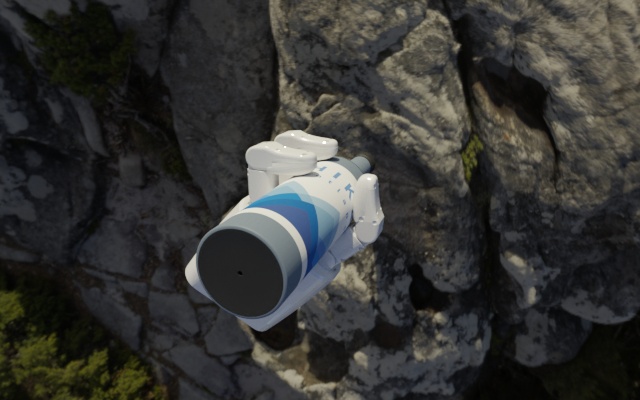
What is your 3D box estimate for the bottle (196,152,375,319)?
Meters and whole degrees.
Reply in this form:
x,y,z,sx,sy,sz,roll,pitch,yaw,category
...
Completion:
x,y,z,sx,sy,sz,roll,pitch,yaw,category
0.000,0.001,0.433,0.069,0.069,0.295,0,18,22,bottle
